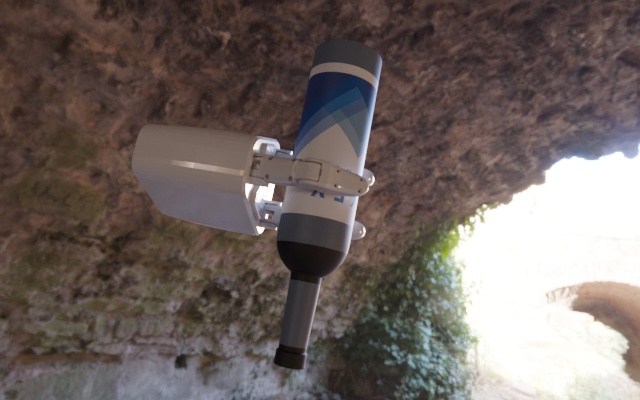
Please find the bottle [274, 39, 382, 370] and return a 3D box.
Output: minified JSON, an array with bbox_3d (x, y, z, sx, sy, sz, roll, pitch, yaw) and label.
[{"bbox_3d":[0.000,0.001,0.440,0.069,0.295,0.069,11,-11,2],"label":"bottle"}]
